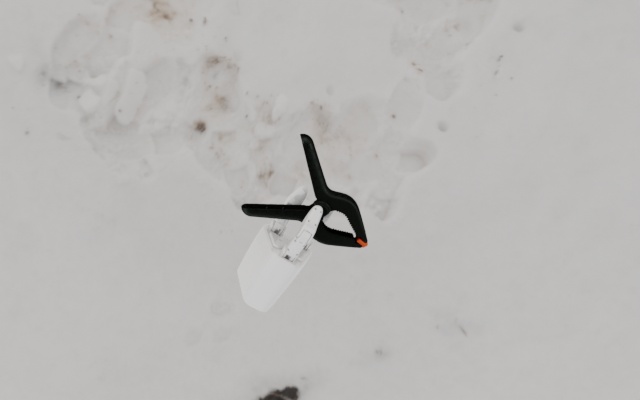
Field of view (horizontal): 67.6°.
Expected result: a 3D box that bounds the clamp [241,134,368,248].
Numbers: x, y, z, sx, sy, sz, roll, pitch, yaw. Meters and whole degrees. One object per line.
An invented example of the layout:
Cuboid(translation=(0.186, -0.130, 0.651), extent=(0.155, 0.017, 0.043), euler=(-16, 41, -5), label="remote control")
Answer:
Cuboid(translation=(0.000, 0.003, 0.774), extent=(0.210, 0.164, 0.036), euler=(31, 18, -13), label="clamp")
